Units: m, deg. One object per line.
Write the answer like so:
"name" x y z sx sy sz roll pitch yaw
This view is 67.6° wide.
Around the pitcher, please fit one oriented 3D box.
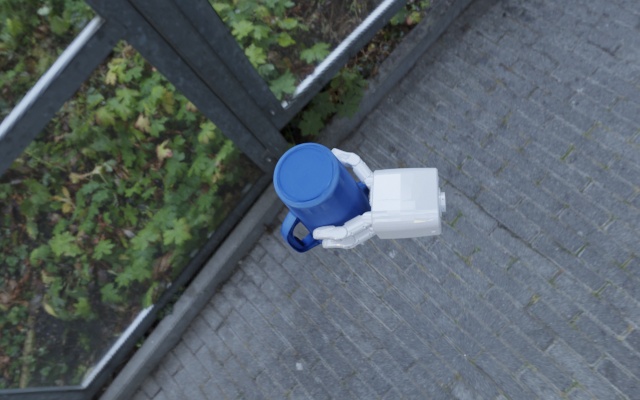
"pitcher" 0.000 0.003 0.832 0.145 0.149 0.243 -2 -18 16
